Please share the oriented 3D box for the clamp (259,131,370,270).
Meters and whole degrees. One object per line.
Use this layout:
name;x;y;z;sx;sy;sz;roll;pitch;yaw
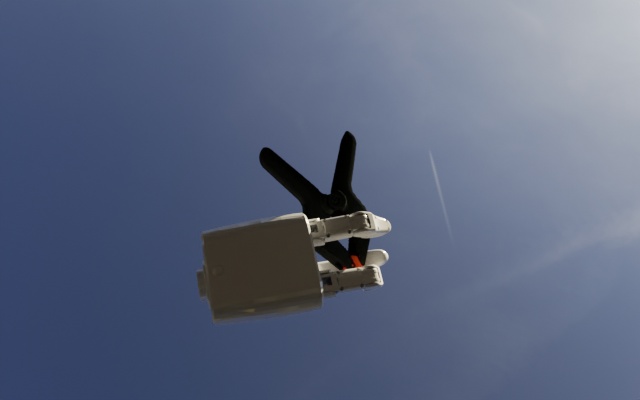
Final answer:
clamp;0.000;0.002;0.536;0.120;0.171;0.039;-8;-20;-14
